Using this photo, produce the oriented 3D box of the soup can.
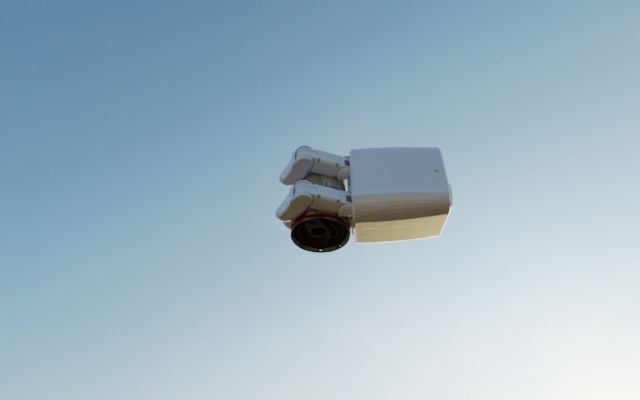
[{"bbox_3d":[0.000,0.002,0.574,0.068,0.102,0.069,0,-40,0],"label":"soup can"}]
